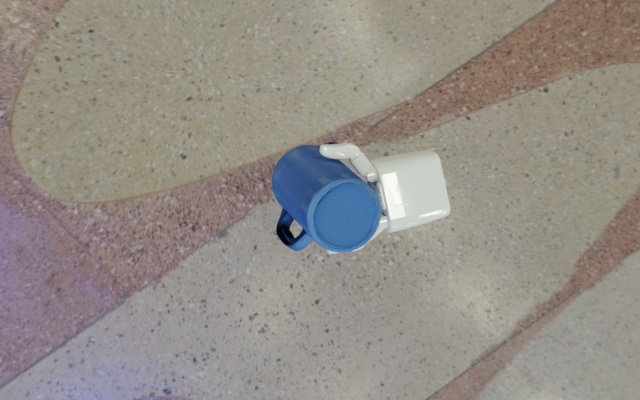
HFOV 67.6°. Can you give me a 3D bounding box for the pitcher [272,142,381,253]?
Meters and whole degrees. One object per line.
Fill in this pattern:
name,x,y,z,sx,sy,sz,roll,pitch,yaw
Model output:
pitcher,0.000,0.002,0.759,0.145,0.149,0.242,-13,17,-11
